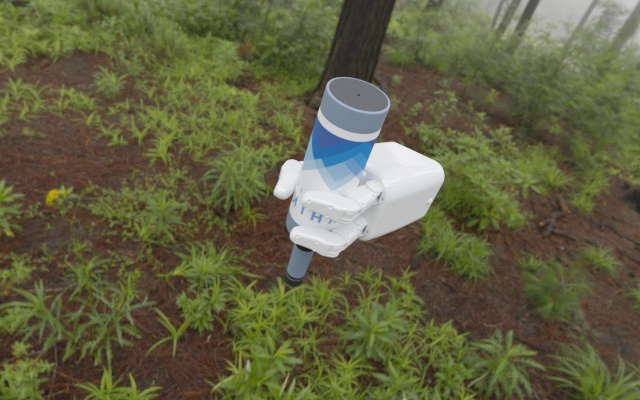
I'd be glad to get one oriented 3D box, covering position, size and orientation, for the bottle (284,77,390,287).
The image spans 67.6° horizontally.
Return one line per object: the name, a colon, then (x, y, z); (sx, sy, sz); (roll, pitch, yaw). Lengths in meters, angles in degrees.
bottle: (0.000, 0.002, 0.566); (0.069, 0.296, 0.069); (11, 40, -10)
